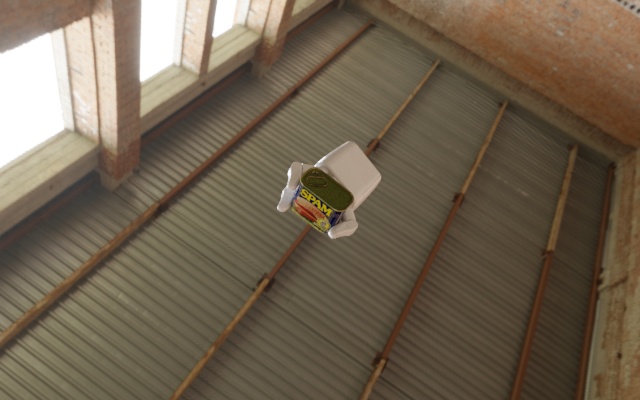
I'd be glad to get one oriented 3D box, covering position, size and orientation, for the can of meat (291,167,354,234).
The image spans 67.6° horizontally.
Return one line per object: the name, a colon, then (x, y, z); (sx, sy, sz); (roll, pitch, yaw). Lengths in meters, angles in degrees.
can of meat: (0.000, 0.003, 0.885); (0.057, 0.102, 0.084); (-45, -12, -40)
